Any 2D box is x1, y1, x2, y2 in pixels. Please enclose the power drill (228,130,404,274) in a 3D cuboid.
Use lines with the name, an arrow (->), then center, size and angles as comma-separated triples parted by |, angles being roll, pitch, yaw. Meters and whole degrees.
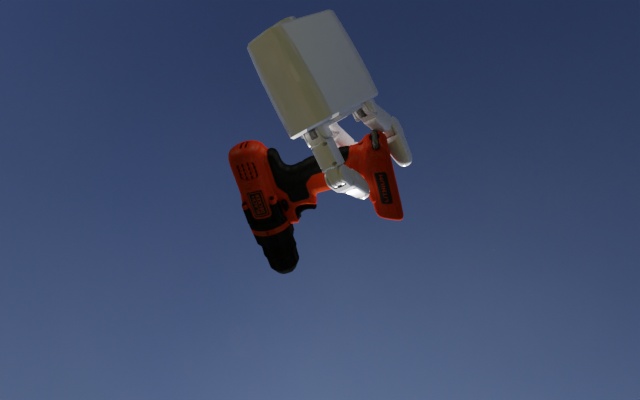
power drill -> 0.000, 0.002, 0.572 | 0.187, 0.184, 0.057 | -12, 31, 8
